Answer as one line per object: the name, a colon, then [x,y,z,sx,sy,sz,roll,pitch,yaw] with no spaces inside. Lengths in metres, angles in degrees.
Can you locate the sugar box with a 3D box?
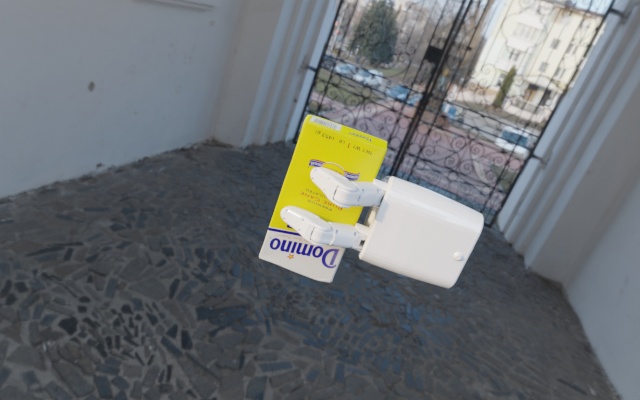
sugar box: [0.000,0.002,0.538,0.093,0.176,0.048,20,21,1]
